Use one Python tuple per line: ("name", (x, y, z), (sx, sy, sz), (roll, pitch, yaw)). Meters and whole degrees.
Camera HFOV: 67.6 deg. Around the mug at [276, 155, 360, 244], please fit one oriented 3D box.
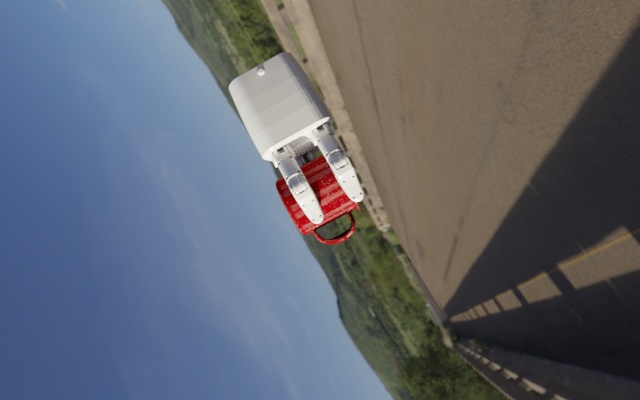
("mug", (0.001, 0.003, 0.618), (0.081, 0.117, 0.093), (-29, -12, 2))
